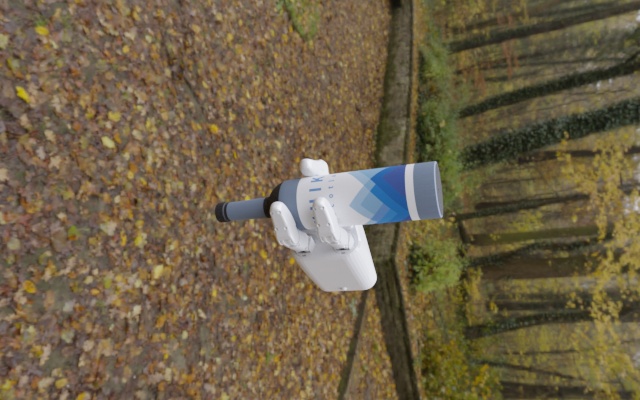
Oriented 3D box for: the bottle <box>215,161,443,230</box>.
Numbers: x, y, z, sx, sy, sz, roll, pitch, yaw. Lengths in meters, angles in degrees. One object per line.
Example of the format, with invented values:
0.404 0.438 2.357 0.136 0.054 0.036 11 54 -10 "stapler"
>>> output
0.000 0.002 0.604 0.296 0.069 0.069 -6 -2 20 "bottle"
